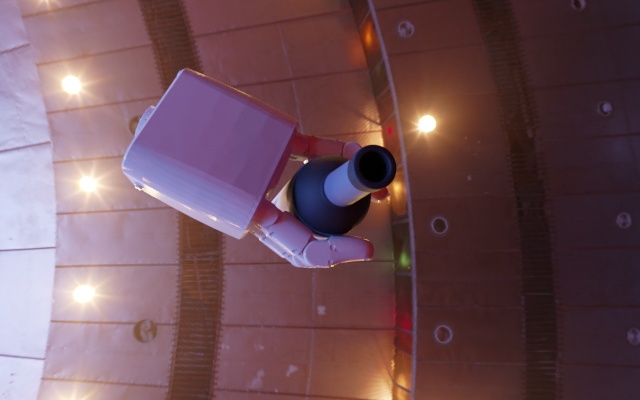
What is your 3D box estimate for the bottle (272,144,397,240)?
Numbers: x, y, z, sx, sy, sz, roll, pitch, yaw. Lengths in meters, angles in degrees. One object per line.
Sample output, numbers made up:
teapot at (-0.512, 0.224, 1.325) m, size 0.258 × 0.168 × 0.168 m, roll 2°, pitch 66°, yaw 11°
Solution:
bottle at (0.000, 0.001, 0.423) m, size 0.069 × 0.069 × 0.296 m, roll 0°, pitch -8°, yaw -13°
